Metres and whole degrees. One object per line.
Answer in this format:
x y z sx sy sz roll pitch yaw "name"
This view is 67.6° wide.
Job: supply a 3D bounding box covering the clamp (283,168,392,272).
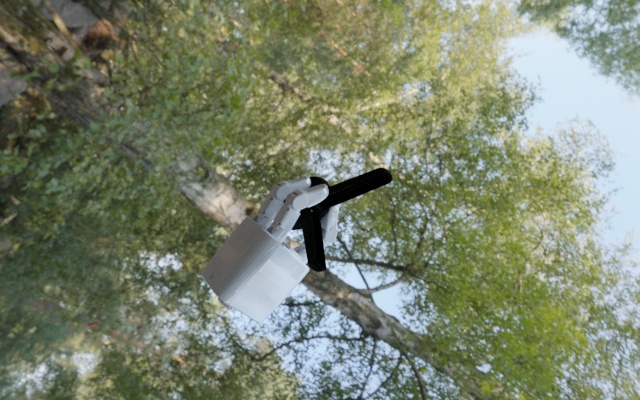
0.000 0.003 0.687 0.036 0.164 0.210 48 -10 -31 "clamp"
